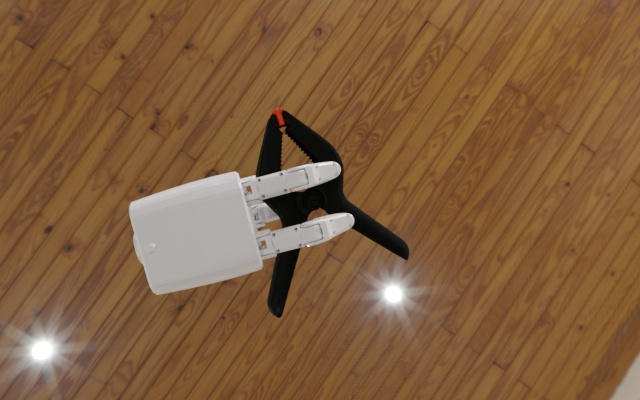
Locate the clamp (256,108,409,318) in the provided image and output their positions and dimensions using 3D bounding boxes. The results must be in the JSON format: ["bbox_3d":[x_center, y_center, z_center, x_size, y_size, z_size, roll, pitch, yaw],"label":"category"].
[{"bbox_3d":[0.000,0.001,0.509,0.164,0.210,0.036,-15,3,-13],"label":"clamp"}]
